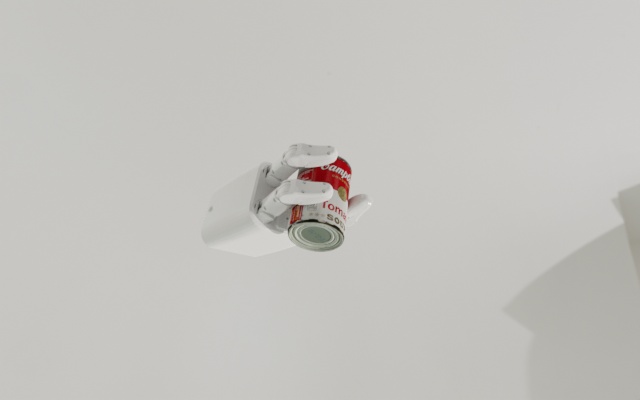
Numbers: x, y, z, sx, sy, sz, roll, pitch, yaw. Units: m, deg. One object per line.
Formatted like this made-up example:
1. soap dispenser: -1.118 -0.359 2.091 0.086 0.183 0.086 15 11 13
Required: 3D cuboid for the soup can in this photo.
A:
1. soup can: 0.000 0.002 0.576 0.068 0.102 0.069 6 -35 4
